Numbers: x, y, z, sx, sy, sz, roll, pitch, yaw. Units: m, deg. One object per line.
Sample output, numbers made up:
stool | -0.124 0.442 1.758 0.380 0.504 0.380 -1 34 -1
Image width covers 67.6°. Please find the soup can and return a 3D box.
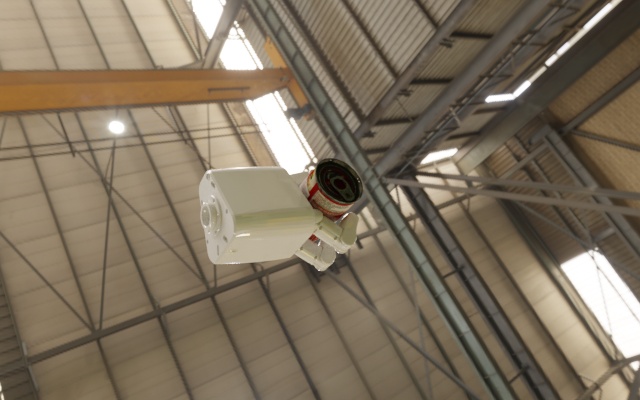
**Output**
soup can | 0.000 0.002 0.623 0.068 0.068 0.102 0 -32 -34
